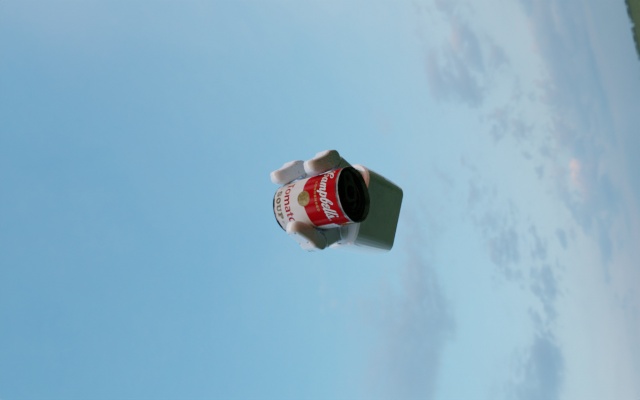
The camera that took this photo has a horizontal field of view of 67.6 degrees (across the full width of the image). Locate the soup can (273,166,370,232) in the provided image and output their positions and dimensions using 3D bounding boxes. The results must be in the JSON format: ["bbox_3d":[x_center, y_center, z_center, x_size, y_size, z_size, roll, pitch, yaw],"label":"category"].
[{"bbox_3d":[0.000,0.002,0.589,0.102,0.068,0.068,-13,-8,36],"label":"soup can"}]
